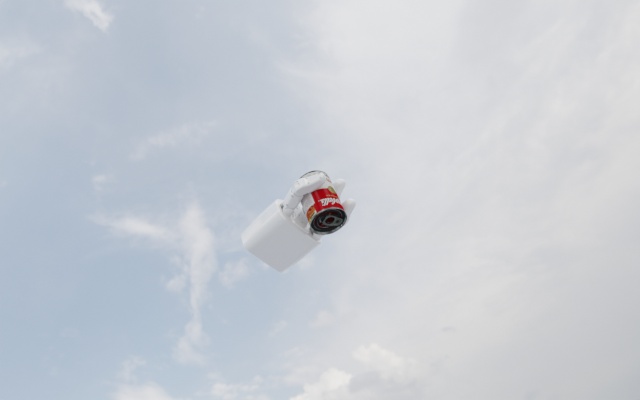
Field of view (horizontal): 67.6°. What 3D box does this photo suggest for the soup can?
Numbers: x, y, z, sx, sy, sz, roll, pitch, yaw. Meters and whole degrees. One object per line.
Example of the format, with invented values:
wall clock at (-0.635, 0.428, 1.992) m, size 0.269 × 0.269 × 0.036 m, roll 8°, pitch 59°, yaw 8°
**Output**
soup can at (0.000, 0.002, 0.863) m, size 0.068 × 0.068 × 0.102 m, roll 0°, pitch 44°, yaw -23°
